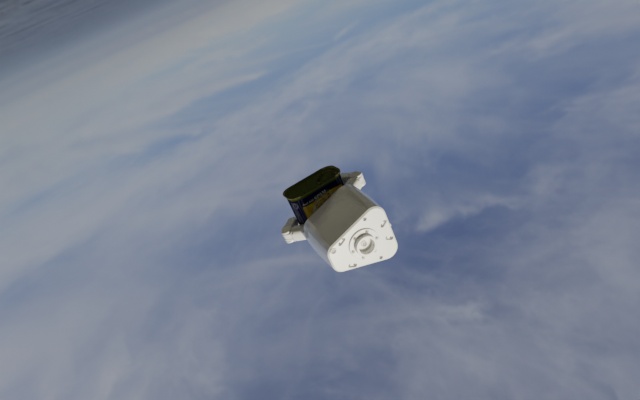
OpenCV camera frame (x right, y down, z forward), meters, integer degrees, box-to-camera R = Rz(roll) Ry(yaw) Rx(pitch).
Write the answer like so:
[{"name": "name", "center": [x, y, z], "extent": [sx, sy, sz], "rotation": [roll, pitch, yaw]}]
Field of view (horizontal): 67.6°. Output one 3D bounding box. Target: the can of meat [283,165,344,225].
[{"name": "can of meat", "center": [0.000, 0.003, 0.812], "extent": [0.102, 0.084, 0.057], "rotation": [-31, 26, -13]}]
